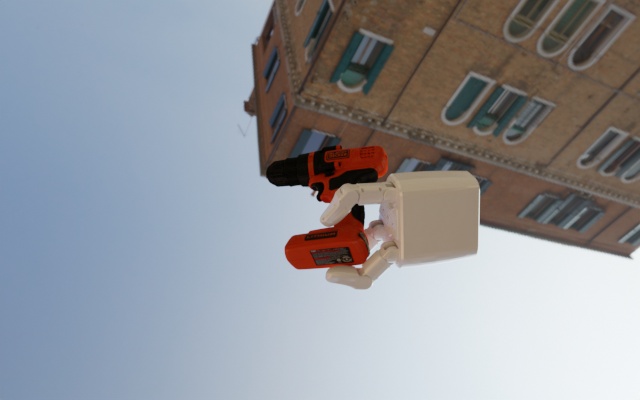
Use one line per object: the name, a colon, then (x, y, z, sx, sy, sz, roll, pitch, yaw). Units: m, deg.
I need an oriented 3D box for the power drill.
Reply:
power drill: (0.000, 0.003, 0.659, 0.184, 0.187, 0.057, -8, -41, 17)
